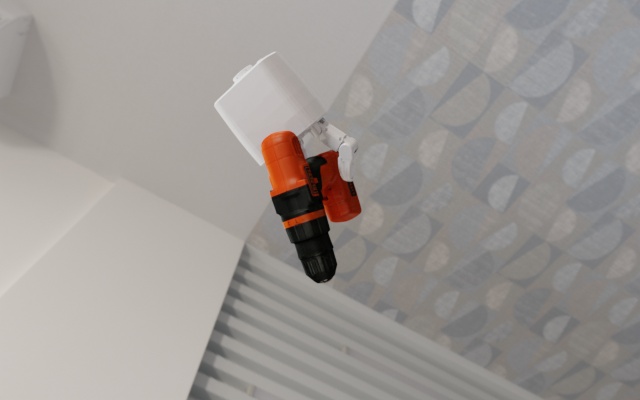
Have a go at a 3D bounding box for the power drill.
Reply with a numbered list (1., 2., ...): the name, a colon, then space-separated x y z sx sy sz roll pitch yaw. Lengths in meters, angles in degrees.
1. power drill: 0.000 0.002 0.623 0.057 0.184 0.187 -17 -1 18
